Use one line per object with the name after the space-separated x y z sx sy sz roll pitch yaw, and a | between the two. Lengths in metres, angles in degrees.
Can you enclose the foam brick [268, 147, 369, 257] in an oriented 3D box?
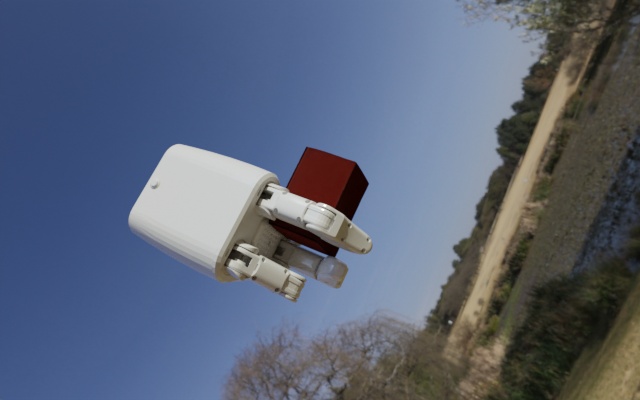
0.000 0.001 0.421 0.051 0.078 0.053 21 -13 24 | foam brick
